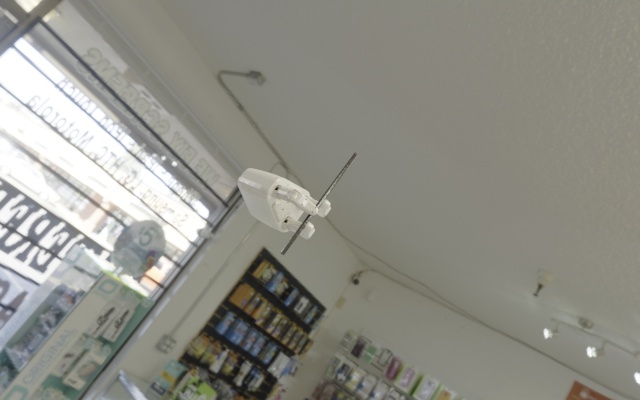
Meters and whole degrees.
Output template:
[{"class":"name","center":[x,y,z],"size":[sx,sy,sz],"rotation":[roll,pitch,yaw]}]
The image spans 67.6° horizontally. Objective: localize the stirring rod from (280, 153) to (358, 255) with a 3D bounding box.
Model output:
[{"class":"stirring rod","center":[0.000,0.003,0.887],"size":[0.011,0.239,0.011],"rotation":[33,-16,11]}]
